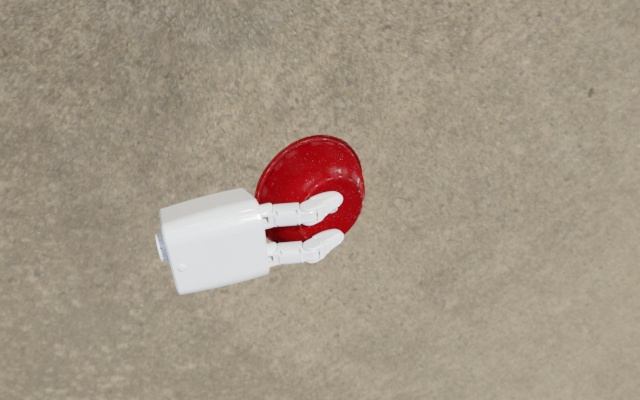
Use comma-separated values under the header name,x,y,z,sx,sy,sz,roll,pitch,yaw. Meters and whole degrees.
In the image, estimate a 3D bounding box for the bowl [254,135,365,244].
name,x,y,z,sx,sy,sz,roll,pitch,yaw
bowl,0.001,0.002,0.603,0.162,0.162,0.055,0,25,-34
